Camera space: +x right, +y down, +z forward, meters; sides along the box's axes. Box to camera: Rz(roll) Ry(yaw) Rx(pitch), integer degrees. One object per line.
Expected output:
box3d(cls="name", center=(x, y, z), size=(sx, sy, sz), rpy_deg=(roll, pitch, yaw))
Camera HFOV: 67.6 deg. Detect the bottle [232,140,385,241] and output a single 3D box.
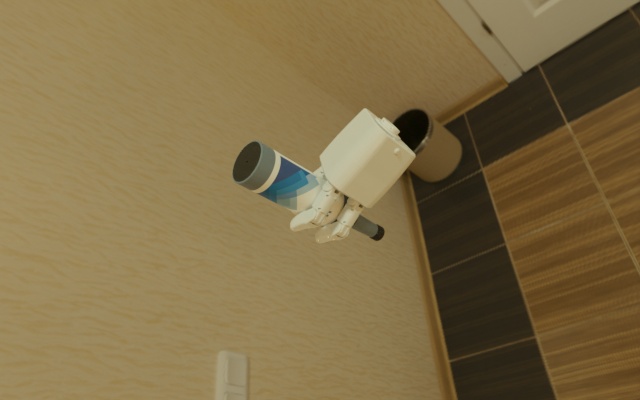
box3d(cls="bottle", center=(0.000, 0.002, 0.749), size=(0.296, 0.069, 0.069), rpy_deg=(29, -19, -38))
